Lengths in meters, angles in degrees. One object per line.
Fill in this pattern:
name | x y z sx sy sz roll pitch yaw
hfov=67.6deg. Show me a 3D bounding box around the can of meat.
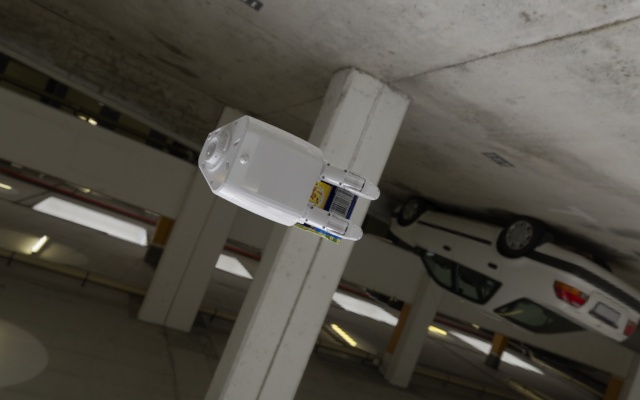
can of meat | 0.000 0.002 0.626 0.057 0.084 0.102 24 -4 -37
